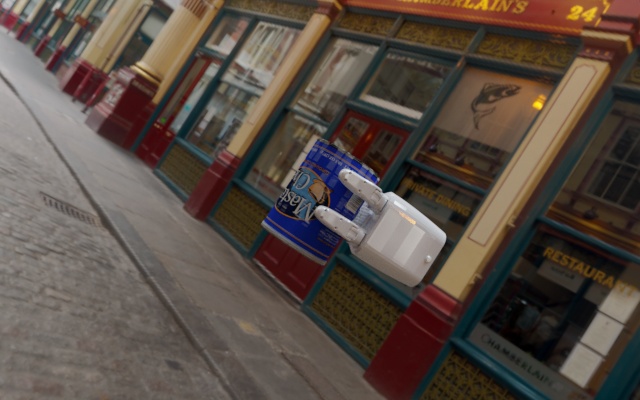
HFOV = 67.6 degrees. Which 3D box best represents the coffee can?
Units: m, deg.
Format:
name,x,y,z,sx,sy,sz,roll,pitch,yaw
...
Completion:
name,x,y,z,sx,sy,sz,roll,pitch,yaw
coffee can,0.000,0.002,0.650,0.103,0.140,0.103,33,-2,1
